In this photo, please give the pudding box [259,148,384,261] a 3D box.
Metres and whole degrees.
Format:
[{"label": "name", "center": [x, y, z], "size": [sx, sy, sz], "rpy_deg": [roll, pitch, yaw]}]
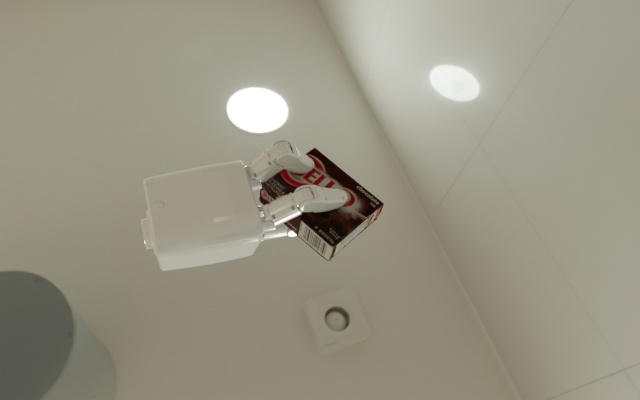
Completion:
[{"label": "pudding box", "center": [0.000, 0.002, 0.544], "size": [0.090, 0.113, 0.039], "rpy_deg": [-38, -19, -32]}]
